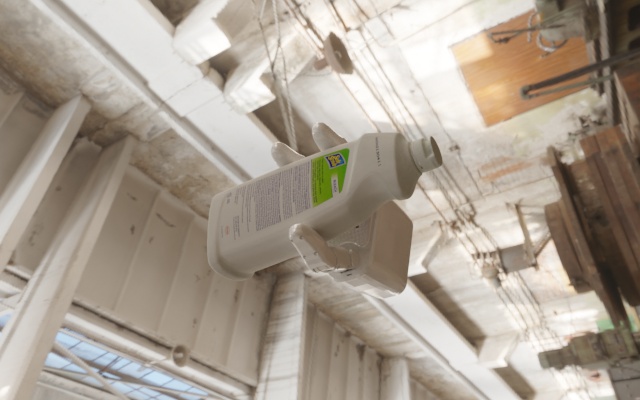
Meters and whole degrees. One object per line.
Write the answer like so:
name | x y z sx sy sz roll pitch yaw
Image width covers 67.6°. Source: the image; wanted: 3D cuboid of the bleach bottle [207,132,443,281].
bleach bottle | 0.000 0.001 0.482 0.251 0.102 0.068 -20 -32 26
